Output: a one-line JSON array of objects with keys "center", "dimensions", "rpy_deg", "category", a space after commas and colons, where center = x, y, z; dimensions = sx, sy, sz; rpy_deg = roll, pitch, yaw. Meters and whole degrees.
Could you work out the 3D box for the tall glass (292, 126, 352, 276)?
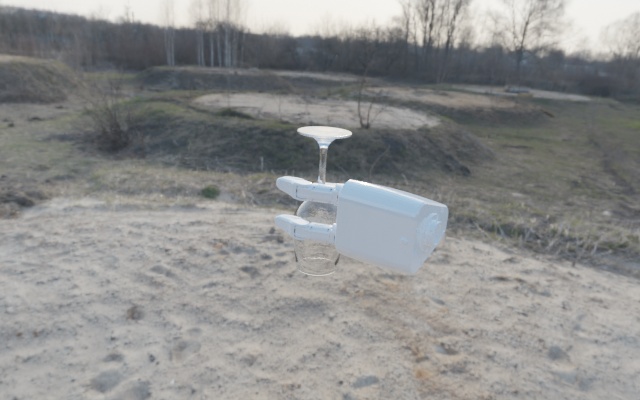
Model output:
[{"center": [0.000, 0.001, 0.670], "dimensions": [0.079, 0.201, 0.079], "rpy_deg": [3, 19, -1], "category": "tall glass"}]
